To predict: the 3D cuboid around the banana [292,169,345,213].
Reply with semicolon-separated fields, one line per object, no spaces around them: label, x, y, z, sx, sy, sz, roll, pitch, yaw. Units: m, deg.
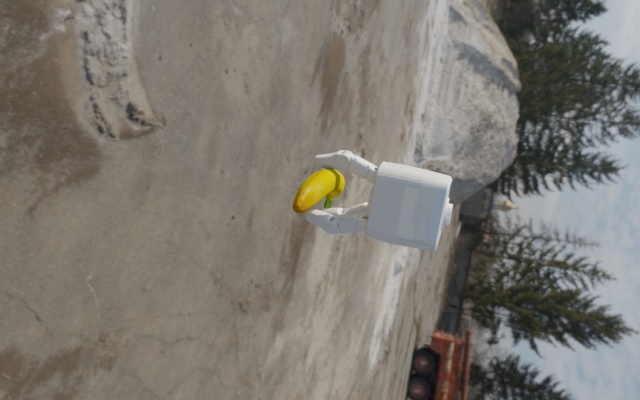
banana;0.005;-0.016;0.727;0.037;0.069;0.198;15;4;15
